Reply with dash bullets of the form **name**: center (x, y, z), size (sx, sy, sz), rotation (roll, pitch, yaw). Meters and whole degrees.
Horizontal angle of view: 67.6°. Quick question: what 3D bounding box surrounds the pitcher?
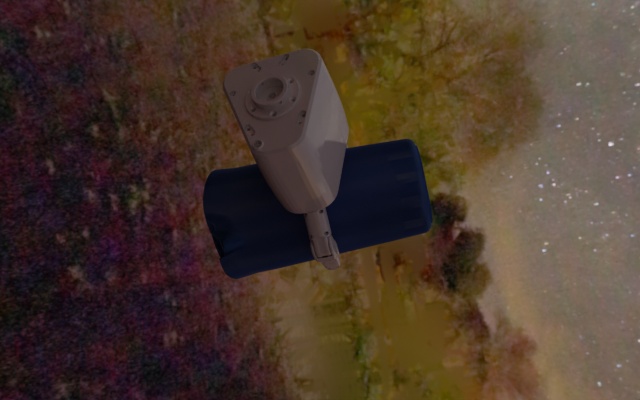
- **pitcher**: center (0.000, 0.002, 0.563), size (0.243, 0.149, 0.145), rotation (-11, -30, 10)
